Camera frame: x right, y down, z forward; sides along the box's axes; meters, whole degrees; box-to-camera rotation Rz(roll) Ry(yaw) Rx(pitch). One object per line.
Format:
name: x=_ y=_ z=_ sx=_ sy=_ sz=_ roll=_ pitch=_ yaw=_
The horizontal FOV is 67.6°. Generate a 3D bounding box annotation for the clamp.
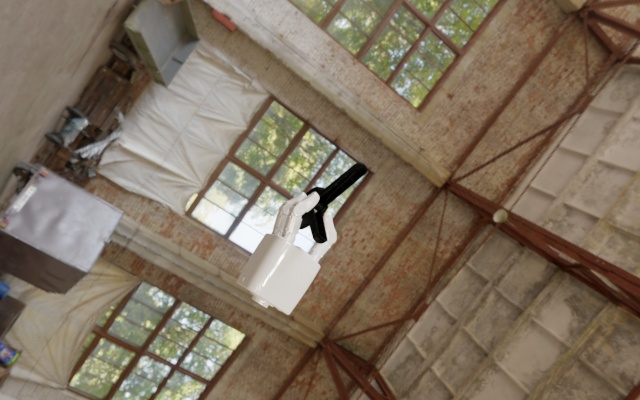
clamp: x=0.000 y=0.004 z=0.888 sx=0.036 sy=0.164 sz=0.210 roll=40 pitch=-15 yaw=-19
